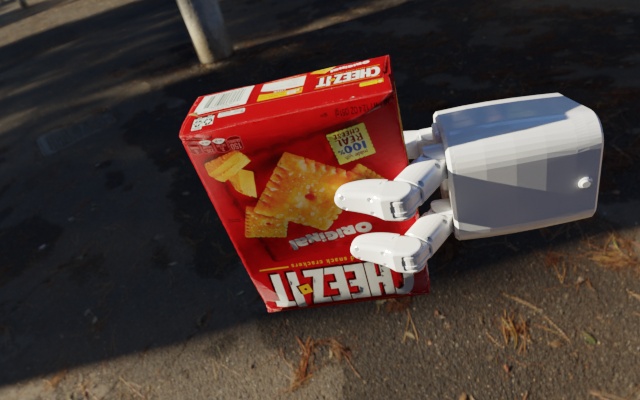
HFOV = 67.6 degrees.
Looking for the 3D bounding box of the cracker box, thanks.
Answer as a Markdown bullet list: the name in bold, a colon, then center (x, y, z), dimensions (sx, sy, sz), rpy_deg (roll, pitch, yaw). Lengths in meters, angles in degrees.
- **cracker box**: center (0.000, 0.001, 0.416), dimensions (0.164, 0.214, 0.072), rpy_deg (-9, 37, 12)
